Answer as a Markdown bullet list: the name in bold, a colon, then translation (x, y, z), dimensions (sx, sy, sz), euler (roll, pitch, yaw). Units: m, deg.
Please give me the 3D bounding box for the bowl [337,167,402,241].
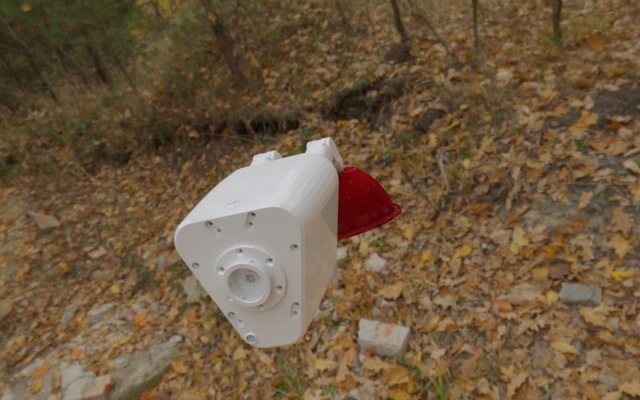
- **bowl**: translation (0.000, 0.001, 0.502), dimensions (0.162, 0.055, 0.162), euler (-14, 8, 2)
